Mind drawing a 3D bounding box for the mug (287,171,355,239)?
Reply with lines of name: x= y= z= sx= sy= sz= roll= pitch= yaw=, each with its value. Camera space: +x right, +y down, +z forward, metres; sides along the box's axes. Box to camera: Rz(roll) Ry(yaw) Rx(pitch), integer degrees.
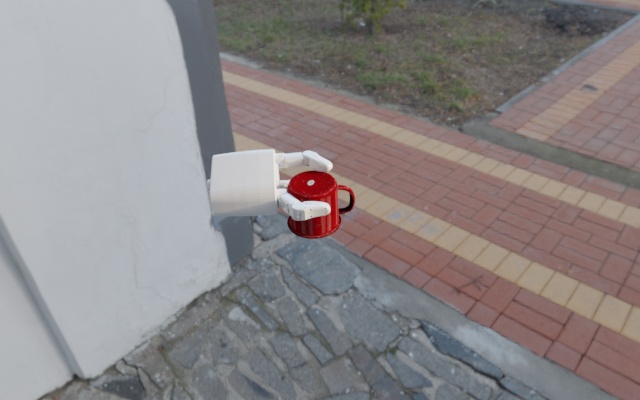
mug: x=0.002 y=0.002 z=0.796 sx=0.117 sy=0.082 sz=0.093 roll=-5 pitch=36 yaw=-4
